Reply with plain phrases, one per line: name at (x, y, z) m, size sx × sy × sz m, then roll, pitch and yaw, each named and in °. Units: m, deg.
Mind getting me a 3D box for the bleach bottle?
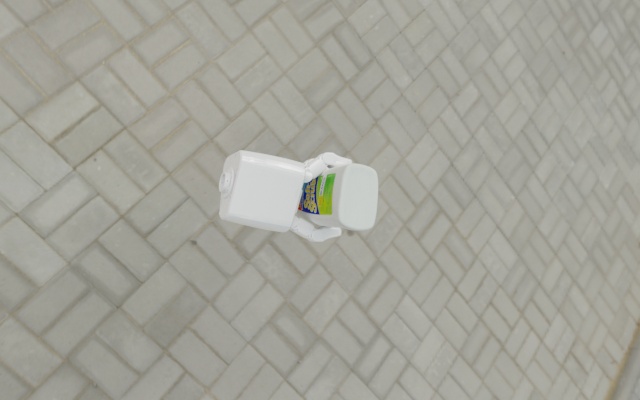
bleach bottle at (0.000, 0.003, 0.807) m, size 0.068 × 0.102 × 0.251 m, roll 11°, pitch -10°, yaw -27°
